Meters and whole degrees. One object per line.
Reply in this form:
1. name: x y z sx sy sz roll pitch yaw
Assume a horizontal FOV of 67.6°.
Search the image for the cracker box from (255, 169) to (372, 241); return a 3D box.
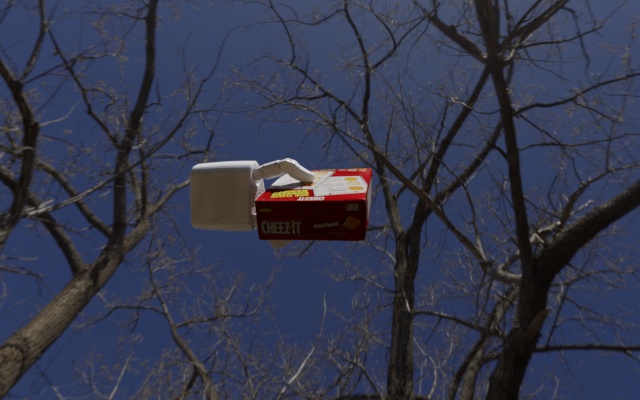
1. cracker box: 0.000 0.002 0.791 0.164 0.072 0.213 -1 16 9
